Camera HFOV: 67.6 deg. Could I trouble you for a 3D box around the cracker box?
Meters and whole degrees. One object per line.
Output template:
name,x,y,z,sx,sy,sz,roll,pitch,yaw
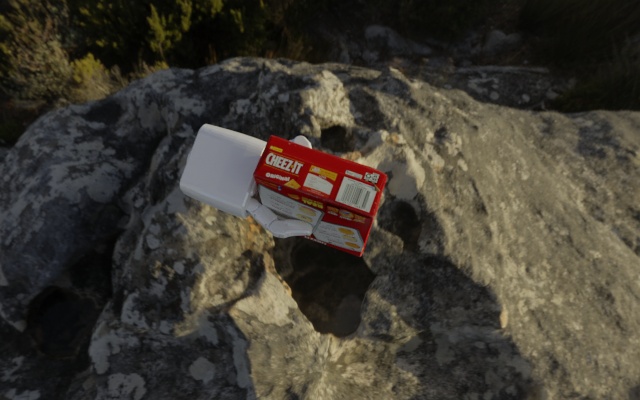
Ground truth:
cracker box,0.000,0.002,0.698,0.164,0.072,0.214,19,-18,7
